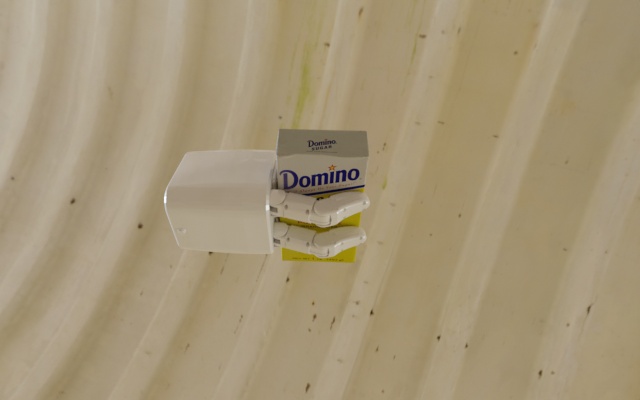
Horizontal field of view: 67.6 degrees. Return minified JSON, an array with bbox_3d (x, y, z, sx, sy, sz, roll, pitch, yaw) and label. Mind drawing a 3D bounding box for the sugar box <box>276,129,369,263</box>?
[{"bbox_3d":[0.000,0.002,0.533,0.093,0.048,0.176,1,-41,0],"label":"sugar box"}]
